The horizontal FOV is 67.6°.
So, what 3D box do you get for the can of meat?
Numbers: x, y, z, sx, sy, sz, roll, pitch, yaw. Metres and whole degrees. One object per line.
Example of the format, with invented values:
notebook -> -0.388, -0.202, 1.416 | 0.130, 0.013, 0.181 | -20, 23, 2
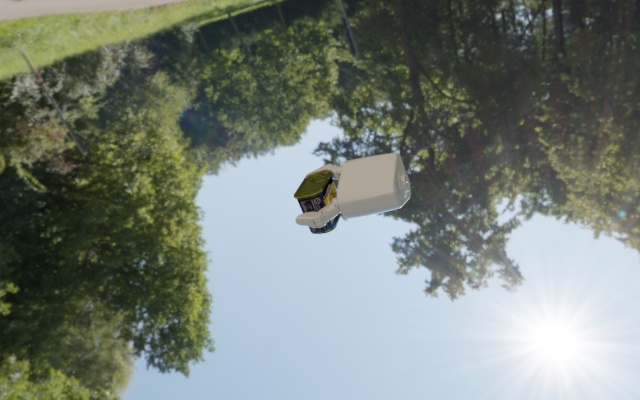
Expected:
can of meat -> 0.000, 0.003, 0.893 | 0.057, 0.084, 0.102 | -12, 25, 23
